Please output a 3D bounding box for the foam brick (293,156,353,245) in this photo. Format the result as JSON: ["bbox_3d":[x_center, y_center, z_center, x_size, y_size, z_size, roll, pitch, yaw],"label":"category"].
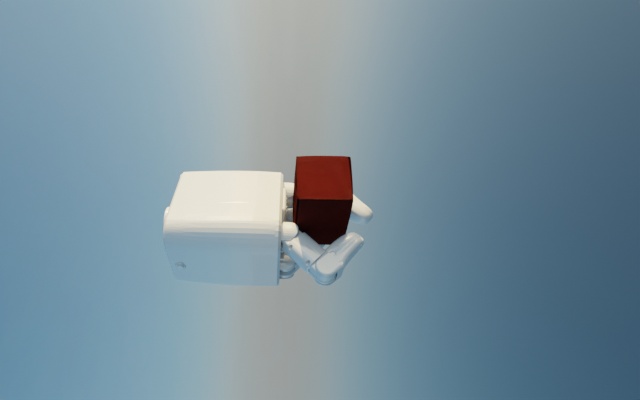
[{"bbox_3d":[0.000,0.001,0.457,0.051,0.053,0.078,2,-38,-5],"label":"foam brick"}]
